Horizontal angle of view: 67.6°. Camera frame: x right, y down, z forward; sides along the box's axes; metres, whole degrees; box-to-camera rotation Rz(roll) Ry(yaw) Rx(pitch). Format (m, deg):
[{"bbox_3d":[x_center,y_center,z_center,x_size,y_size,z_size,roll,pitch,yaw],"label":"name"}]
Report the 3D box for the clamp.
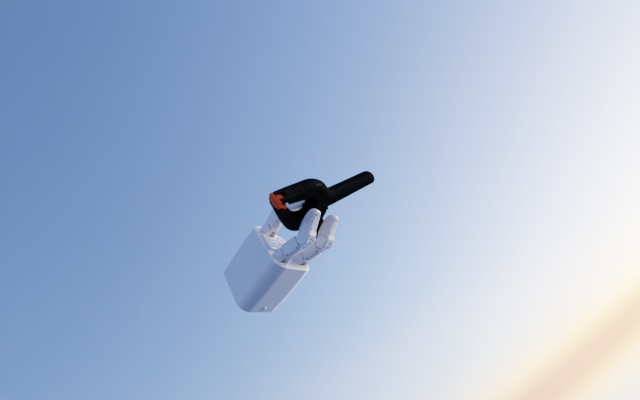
[{"bbox_3d":[-0.001,0.002,0.786,0.036,0.164,0.210,42,13,33],"label":"clamp"}]
